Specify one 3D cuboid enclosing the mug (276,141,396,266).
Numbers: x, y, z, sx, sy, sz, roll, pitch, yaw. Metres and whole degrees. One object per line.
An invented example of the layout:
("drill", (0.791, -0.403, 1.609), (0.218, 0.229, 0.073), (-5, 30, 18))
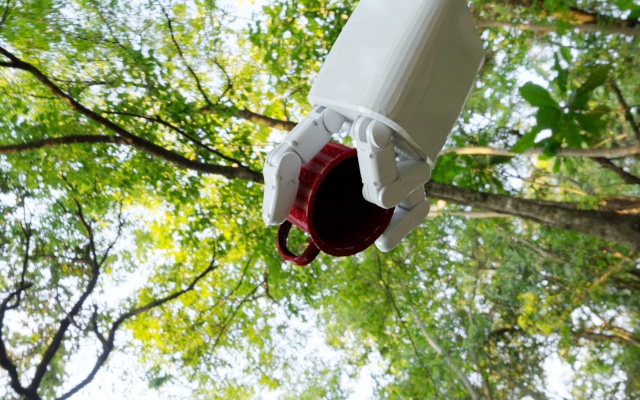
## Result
("mug", (-0.001, 0.003, 0.415), (0.093, 0.117, 0.081), (30, -1, -40))
